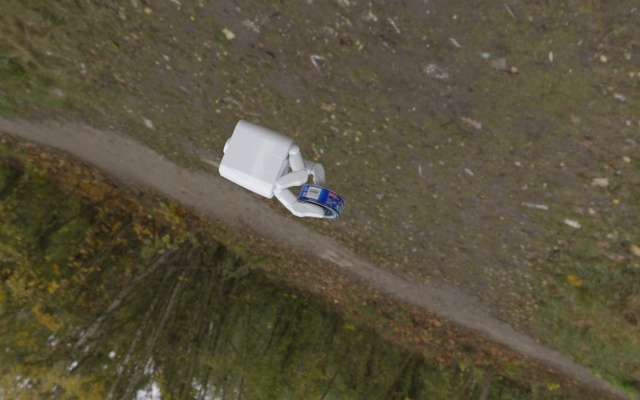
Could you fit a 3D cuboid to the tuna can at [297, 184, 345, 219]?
[{"bbox_3d":[0.000,0.003,0.898,0.086,0.033,0.086,19,-17,6],"label":"tuna can"}]
